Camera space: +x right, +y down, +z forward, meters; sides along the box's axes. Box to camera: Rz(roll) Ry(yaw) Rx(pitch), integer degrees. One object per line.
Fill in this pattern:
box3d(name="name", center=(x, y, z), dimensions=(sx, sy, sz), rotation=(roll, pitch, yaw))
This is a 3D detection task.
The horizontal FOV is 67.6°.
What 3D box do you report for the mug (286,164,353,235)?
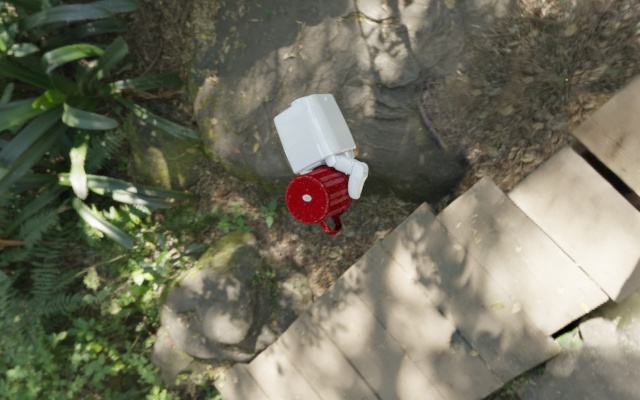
box3d(name="mug", center=(0.001, 0.004, 0.788), dimensions=(0.093, 0.117, 0.081), rotation=(-23, 0, 30))
